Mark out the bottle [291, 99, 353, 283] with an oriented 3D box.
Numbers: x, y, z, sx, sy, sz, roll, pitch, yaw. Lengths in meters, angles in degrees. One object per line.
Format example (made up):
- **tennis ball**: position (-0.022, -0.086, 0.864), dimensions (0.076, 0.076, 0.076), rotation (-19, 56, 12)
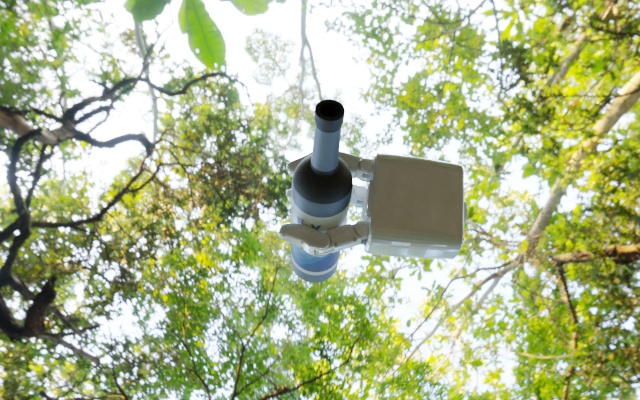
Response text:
- **bottle**: position (0.000, 0.002, 0.549), dimensions (0.069, 0.069, 0.296), rotation (0, -35, -4)
